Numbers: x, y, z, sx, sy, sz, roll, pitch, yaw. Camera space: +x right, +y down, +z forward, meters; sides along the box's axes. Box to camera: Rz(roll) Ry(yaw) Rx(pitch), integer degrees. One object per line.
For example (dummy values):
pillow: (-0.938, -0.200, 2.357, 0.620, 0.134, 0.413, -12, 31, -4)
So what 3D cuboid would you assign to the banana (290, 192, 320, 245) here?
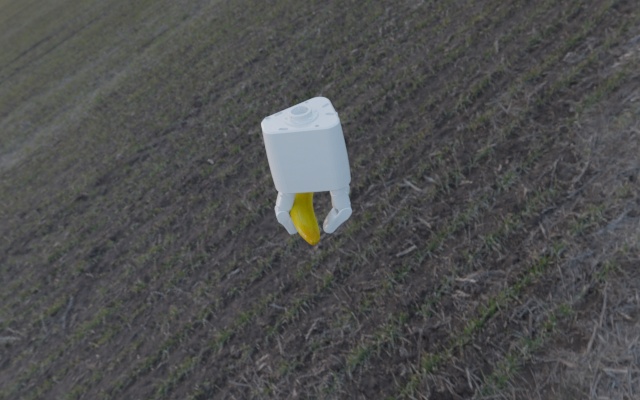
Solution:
banana: (-0.017, -0.003, 0.778, 0.069, 0.037, 0.197, 13, 37, 5)
